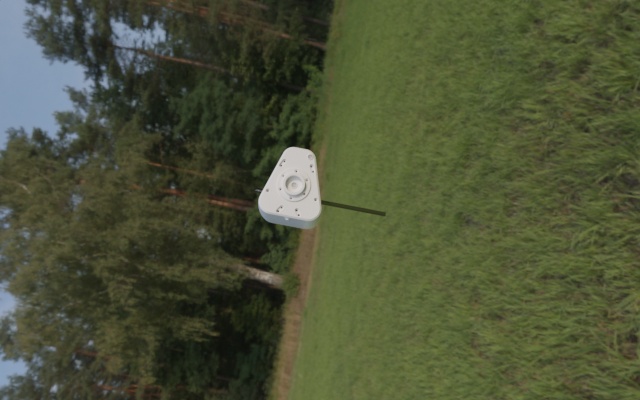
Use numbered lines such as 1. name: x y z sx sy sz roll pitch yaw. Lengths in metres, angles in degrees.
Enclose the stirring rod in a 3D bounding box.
1. stirring rod: 0.000 0.003 0.867 0.239 0.011 0.011 11 0 -2
